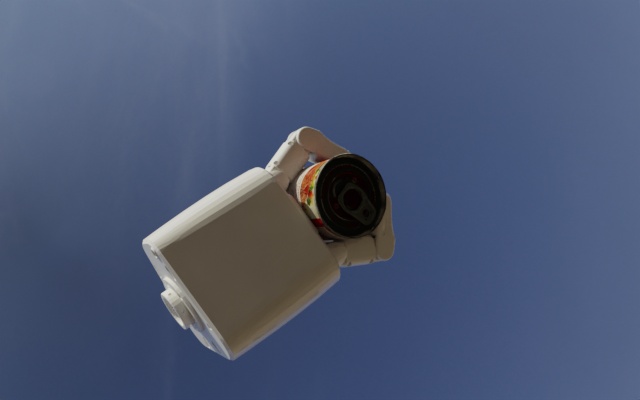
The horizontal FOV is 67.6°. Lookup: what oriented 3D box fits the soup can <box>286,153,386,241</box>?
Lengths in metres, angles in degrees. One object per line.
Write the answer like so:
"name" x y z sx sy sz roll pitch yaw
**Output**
"soup can" 0.000 0.001 0.419 0.068 0.068 0.102 0 -6 -30
